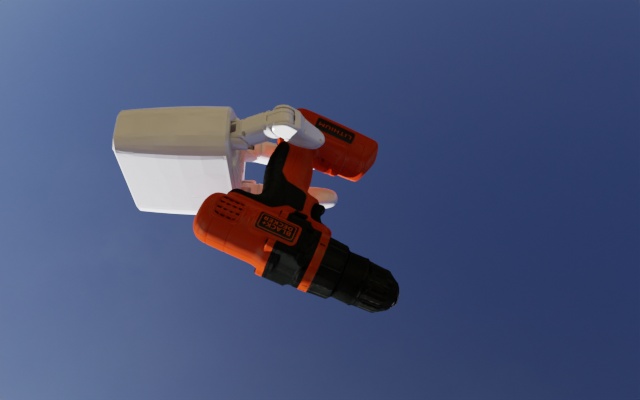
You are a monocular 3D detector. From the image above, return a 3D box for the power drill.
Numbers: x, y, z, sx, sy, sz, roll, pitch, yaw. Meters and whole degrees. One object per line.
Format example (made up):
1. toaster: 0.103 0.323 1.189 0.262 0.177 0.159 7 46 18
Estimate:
1. power drill: 0.000 0.001 0.453 0.184 0.187 0.057 25 -46 -3
